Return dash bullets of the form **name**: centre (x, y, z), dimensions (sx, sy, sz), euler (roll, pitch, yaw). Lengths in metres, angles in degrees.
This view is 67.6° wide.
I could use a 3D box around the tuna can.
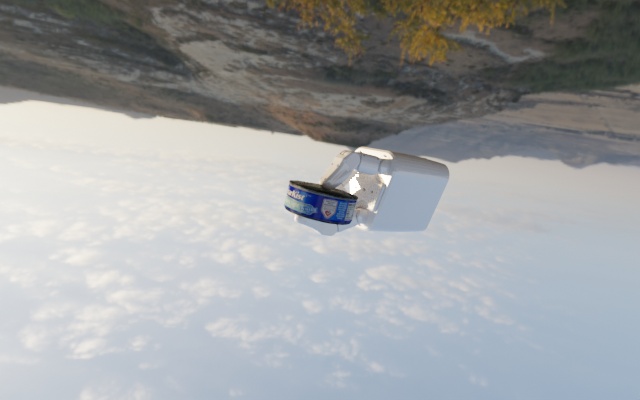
- **tuna can**: centre (0.000, 0.002, 0.577), dimensions (0.086, 0.034, 0.086), euler (14, 8, -2)
